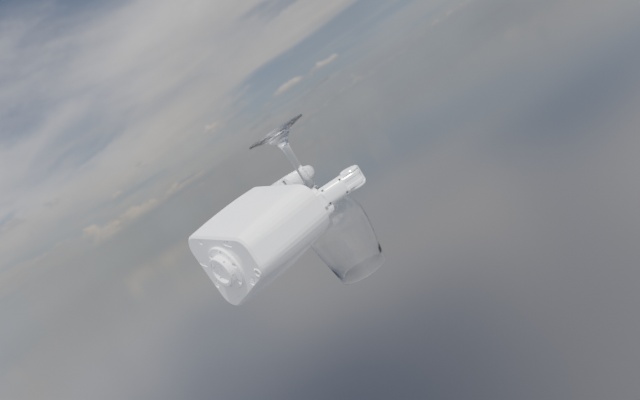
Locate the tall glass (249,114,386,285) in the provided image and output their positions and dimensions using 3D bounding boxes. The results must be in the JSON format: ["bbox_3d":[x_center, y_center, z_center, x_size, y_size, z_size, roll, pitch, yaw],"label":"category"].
[{"bbox_3d":[0.000,0.001,0.572,0.079,0.201,0.079,-32,8,5],"label":"tall glass"}]
